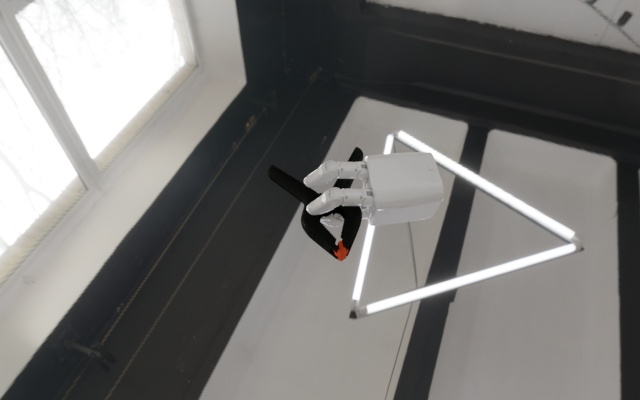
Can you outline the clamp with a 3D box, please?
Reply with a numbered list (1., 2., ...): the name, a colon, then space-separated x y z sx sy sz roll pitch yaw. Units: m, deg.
1. clamp: 0.000 0.003 0.759 0.164 0.209 0.036 -8 -38 1
